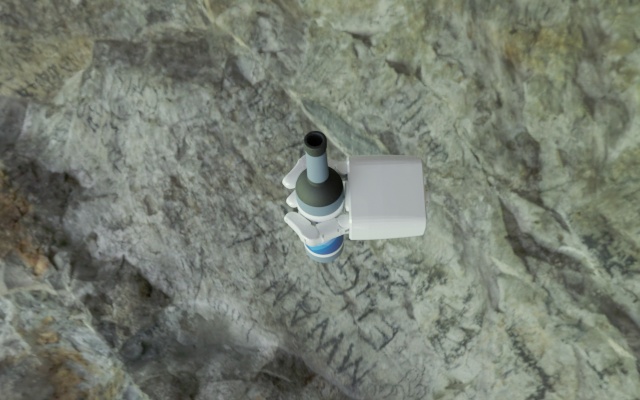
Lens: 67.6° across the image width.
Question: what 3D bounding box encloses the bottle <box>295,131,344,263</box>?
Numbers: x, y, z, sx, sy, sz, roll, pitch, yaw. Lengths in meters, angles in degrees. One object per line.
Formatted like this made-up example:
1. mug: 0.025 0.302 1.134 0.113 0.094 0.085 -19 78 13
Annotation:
1. bottle: 0.000 0.002 0.680 0.069 0.069 0.296 0 -29 3
